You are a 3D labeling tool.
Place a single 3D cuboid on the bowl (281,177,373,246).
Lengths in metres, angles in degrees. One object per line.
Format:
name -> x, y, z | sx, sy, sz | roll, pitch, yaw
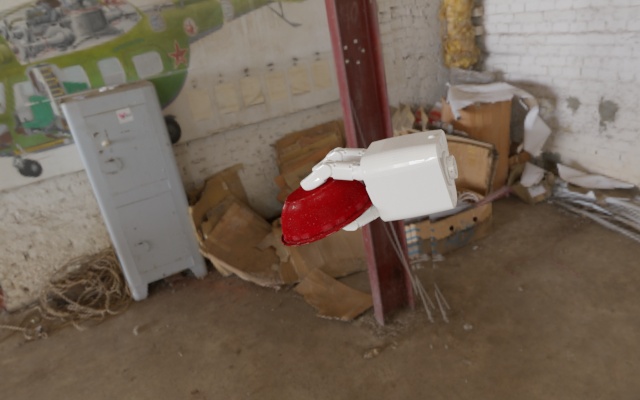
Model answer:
bowl -> -0.001, 0.003, 0.719 | 0.162, 0.055, 0.162 | -26, 15, 8
